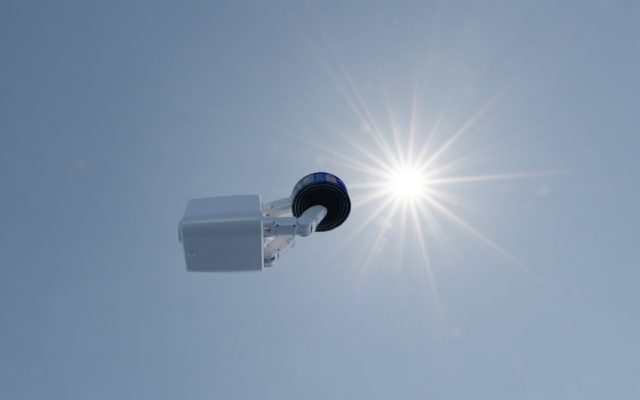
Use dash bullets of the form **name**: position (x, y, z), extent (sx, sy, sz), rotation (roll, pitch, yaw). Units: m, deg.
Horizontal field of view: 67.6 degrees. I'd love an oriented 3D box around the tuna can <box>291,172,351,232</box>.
- **tuna can**: position (0.000, 0.002, 0.694), extent (0.086, 0.086, 0.033), rotation (0, 32, -6)
